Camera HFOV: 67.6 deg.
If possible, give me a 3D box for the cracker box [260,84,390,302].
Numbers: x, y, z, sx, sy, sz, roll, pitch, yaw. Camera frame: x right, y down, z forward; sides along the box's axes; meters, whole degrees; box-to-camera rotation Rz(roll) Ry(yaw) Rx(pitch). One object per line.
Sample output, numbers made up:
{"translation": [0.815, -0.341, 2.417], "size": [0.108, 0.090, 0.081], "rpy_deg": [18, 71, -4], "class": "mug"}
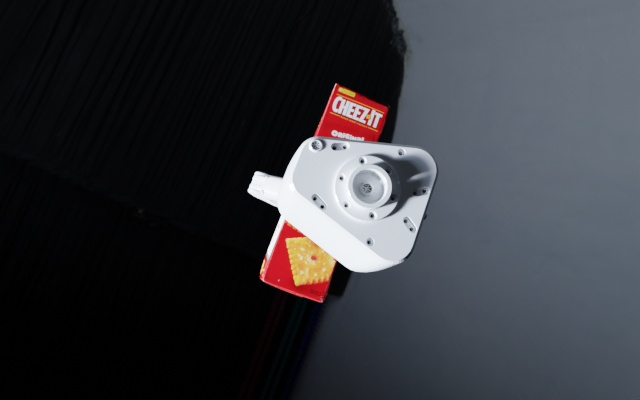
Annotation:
{"translation": [0.000, 0.002, 0.546], "size": [0.072, 0.213, 0.164], "rpy_deg": [22, -11, -4], "class": "cracker box"}
